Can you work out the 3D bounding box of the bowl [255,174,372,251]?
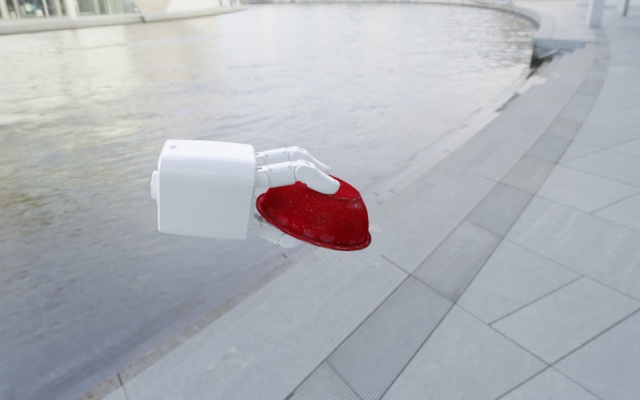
[{"bbox_3d":[0.001,0.002,0.622,0.162,0.055,0.162,18,18,-6],"label":"bowl"}]
